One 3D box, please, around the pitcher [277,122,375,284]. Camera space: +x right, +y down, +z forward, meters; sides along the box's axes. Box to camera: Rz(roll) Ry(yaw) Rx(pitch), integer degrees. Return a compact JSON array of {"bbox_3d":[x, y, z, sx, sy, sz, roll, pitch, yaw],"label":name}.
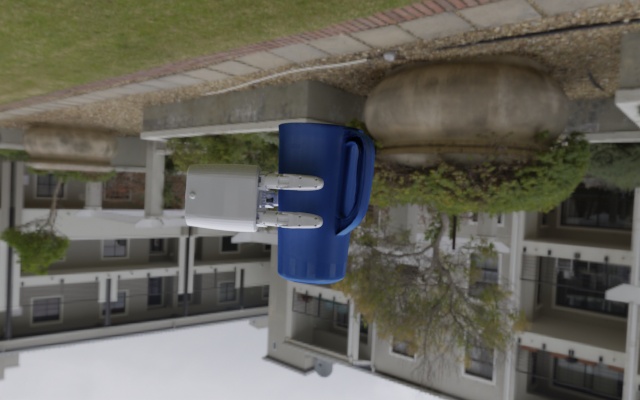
[{"bbox_3d":[0.000,0.002,0.740,0.145,0.243,0.149,3,2,-1],"label":"pitcher"}]
